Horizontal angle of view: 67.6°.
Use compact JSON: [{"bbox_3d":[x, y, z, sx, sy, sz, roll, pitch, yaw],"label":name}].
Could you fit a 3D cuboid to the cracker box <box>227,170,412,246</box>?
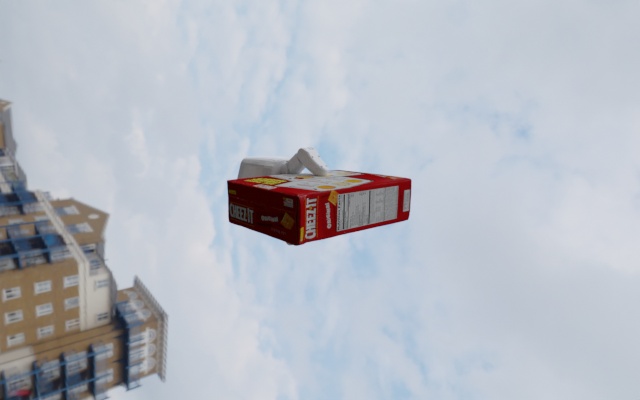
[{"bbox_3d":[0.000,0.002,0.686,0.213,0.072,0.164,-9,14,-40],"label":"cracker box"}]
